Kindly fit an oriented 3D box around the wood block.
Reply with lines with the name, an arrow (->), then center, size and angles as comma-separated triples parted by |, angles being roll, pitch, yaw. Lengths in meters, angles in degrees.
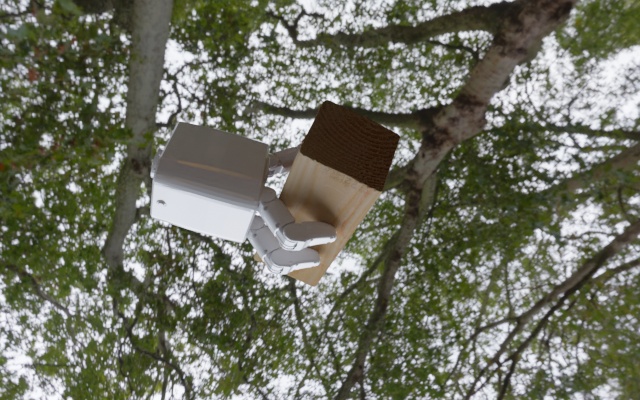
wood block -> 0.000, 0.001, 0.546 | 0.090, 0.090, 0.206 | 25, -40, -3
